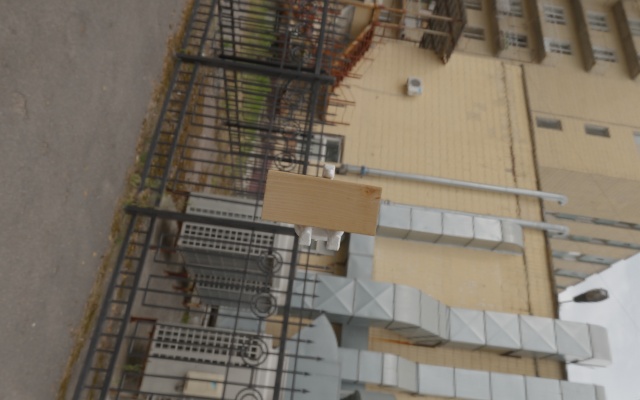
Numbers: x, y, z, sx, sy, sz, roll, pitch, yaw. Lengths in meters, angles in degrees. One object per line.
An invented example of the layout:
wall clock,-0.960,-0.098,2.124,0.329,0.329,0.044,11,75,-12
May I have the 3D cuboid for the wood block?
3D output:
wood block,0.000,0.003,0.888,0.206,0.091,0.090,8,3,-3
